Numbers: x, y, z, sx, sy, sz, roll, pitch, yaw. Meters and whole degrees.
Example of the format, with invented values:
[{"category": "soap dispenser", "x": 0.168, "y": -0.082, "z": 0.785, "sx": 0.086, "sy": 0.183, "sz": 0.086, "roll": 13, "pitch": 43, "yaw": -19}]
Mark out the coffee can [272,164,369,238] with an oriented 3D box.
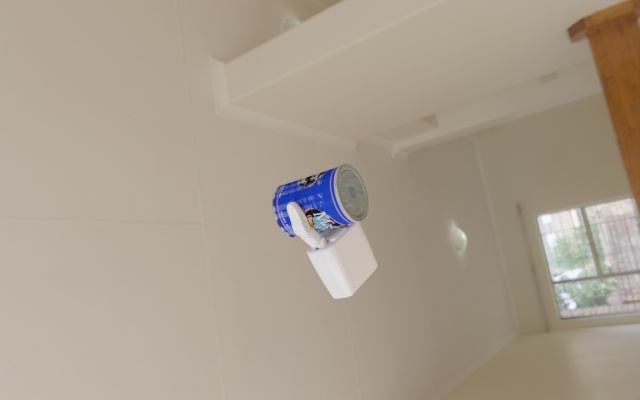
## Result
[{"category": "coffee can", "x": 0.000, "y": 0.003, "z": 0.853, "sx": 0.140, "sy": 0.103, "sz": 0.103, "roll": -16, "pitch": -9, "yaw": 32}]
